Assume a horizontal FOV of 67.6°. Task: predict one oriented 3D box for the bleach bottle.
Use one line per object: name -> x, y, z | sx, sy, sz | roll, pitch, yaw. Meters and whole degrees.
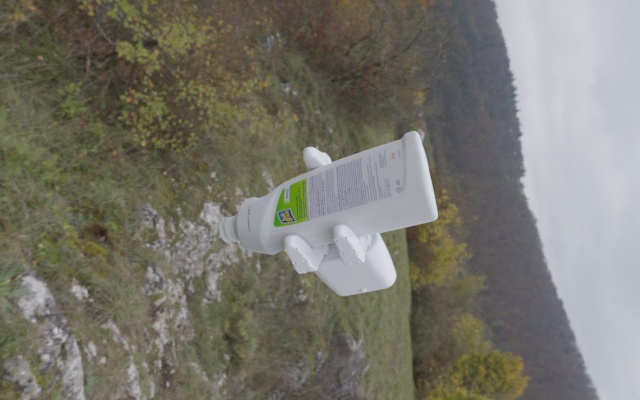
bleach bottle -> 0.000, 0.002, 0.552 | 0.251, 0.102, 0.068 | -14, -38, 16
